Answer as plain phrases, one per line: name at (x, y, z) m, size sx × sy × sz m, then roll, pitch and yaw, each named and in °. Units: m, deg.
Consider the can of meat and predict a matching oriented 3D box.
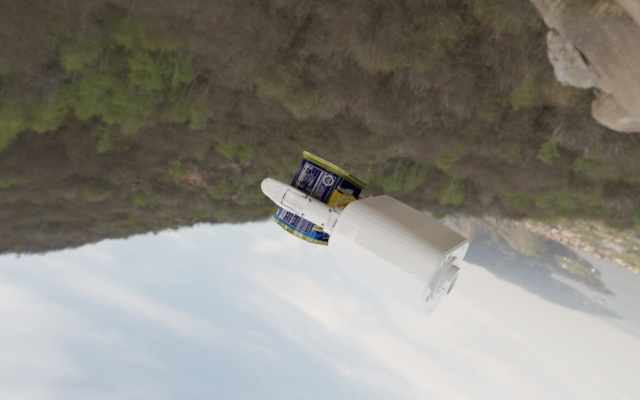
can of meat at (0.000, 0.002, 0.534) m, size 0.057 × 0.084 × 0.102 m, roll 28°, pitch 2°, yaw 23°
